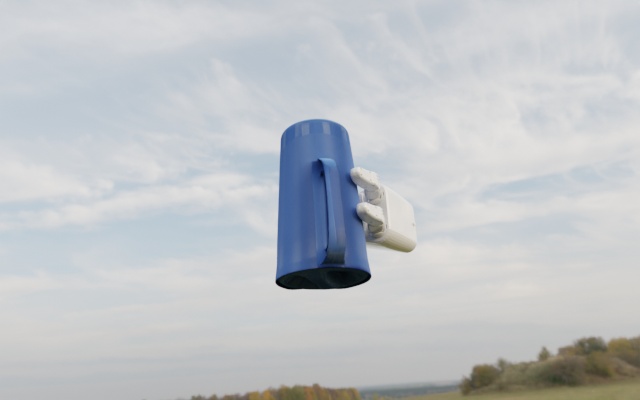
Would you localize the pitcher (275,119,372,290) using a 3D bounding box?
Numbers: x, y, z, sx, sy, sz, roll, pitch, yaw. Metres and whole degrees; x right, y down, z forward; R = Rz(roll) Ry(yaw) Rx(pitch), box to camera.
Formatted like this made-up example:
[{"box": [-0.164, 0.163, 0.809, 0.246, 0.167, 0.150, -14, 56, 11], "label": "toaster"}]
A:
[{"box": [0.000, 0.002, 0.695, 0.149, 0.242, 0.145, -19, -27, 32], "label": "pitcher"}]
